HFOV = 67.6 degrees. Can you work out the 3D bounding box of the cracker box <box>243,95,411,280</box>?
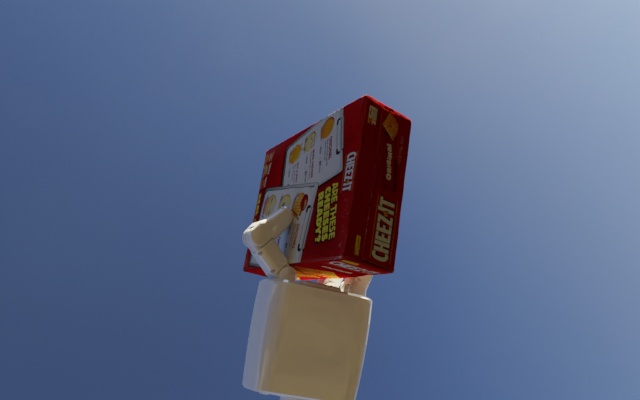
[{"bbox_3d":[0.000,0.002,0.533,0.072,0.164,0.214,19,-20,-29],"label":"cracker box"}]
